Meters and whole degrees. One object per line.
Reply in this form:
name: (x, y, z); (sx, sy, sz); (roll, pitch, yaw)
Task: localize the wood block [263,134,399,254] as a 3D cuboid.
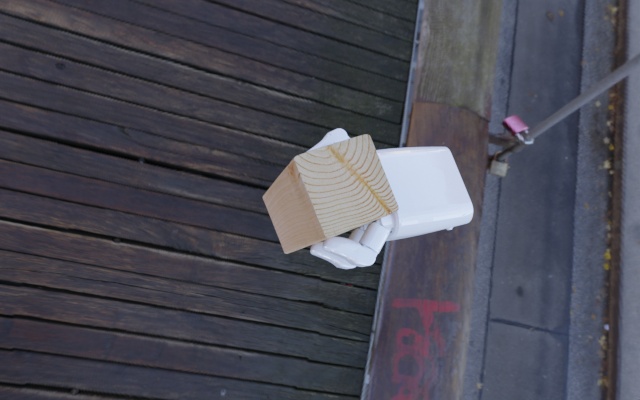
wood block: (0.000, 0.001, 0.582); (0.090, 0.091, 0.206); (-20, -5, -18)
